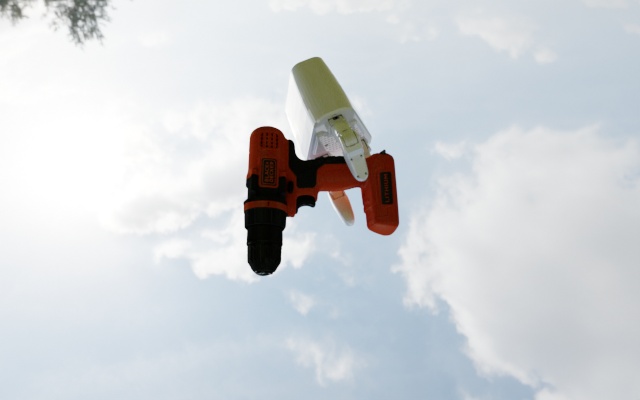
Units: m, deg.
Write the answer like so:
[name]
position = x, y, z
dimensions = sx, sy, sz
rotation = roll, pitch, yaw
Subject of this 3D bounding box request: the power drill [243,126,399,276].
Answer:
[power drill]
position = 0.001, 0.002, 0.586
dimensions = 0.187, 0.184, 0.057
rotation = 4, -17, -15
